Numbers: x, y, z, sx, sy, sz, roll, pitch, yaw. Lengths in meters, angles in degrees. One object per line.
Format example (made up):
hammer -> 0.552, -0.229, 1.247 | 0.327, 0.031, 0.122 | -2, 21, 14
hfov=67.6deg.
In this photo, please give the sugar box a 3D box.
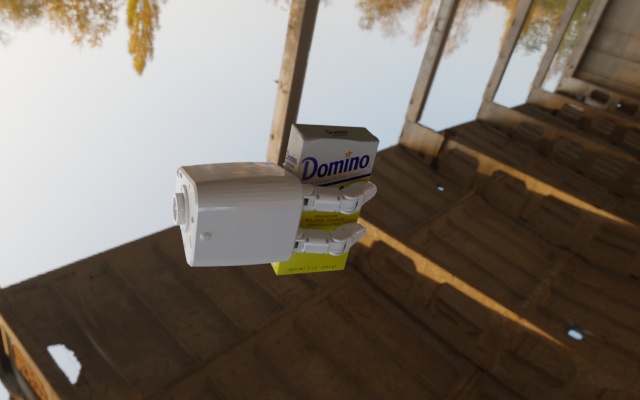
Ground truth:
sugar box -> 0.000, 0.002, 0.550 | 0.093, 0.176, 0.048 | -2, 34, -25
